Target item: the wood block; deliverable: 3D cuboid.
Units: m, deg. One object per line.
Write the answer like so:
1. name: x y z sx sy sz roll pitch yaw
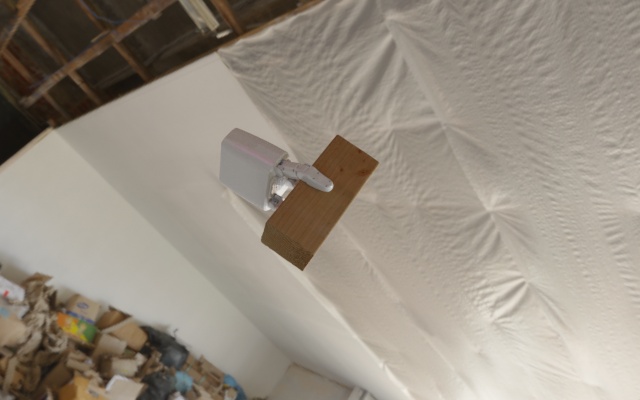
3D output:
1. wood block: 0.000 0.002 0.796 0.090 0.206 0.091 35 -27 4
